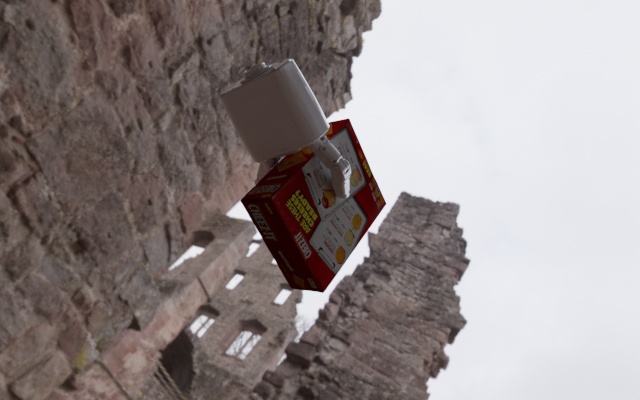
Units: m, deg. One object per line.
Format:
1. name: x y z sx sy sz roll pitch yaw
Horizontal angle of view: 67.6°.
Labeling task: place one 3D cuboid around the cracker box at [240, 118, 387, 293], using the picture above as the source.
1. cracker box: 0.000 0.002 0.708 0.072 0.164 0.213 -4 33 40
